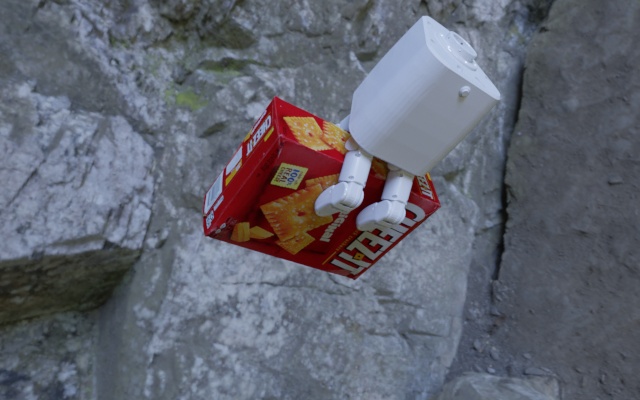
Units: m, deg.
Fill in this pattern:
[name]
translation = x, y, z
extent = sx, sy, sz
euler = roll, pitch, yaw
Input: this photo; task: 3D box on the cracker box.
[cracker box]
translation = 0.000, 0.002, 0.537
extent = 0.214, 0.072, 0.164
euler = 21, -50, -29
